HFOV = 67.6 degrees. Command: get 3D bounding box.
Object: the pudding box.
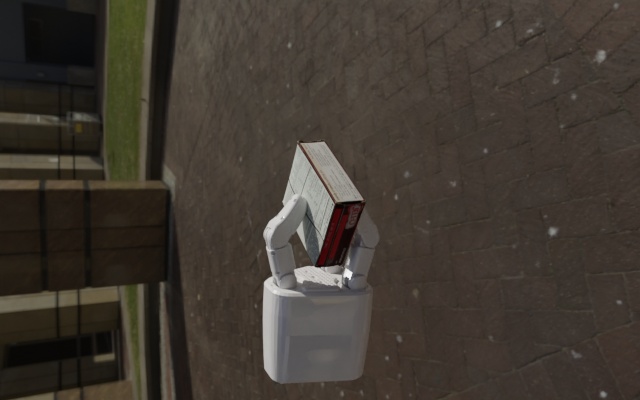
[{"bbox_3d":[0.000,0.002,0.513,0.039,0.090,0.113,-4,41,-27],"label":"pudding box"}]
